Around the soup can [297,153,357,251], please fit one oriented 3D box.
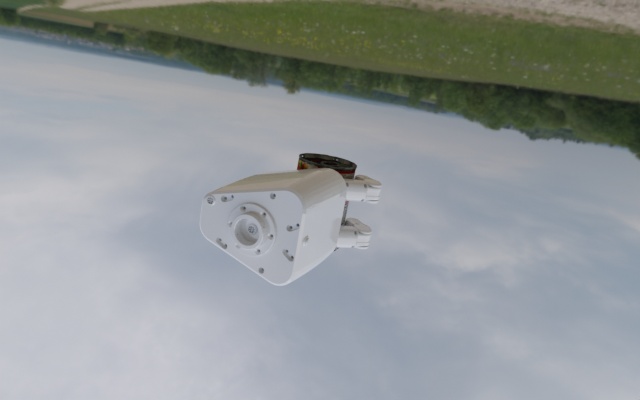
[{"bbox_3d":[0.000,0.002,0.559,0.068,0.102,0.068,10,15,-3],"label":"soup can"}]
